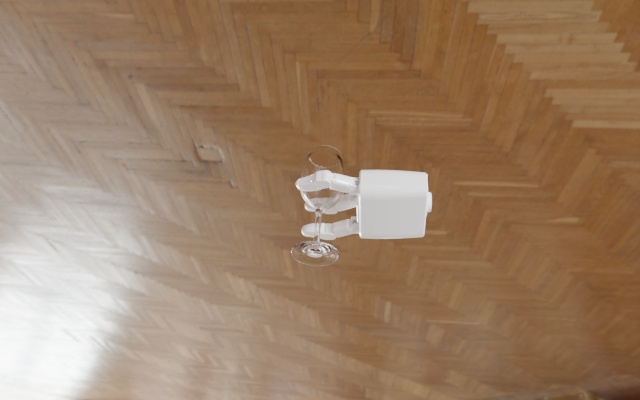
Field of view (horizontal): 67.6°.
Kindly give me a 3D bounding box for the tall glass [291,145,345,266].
[{"bbox_3d":[0.000,0.003,0.790,0.079,0.201,0.079,4,-36,3],"label":"tall glass"}]
